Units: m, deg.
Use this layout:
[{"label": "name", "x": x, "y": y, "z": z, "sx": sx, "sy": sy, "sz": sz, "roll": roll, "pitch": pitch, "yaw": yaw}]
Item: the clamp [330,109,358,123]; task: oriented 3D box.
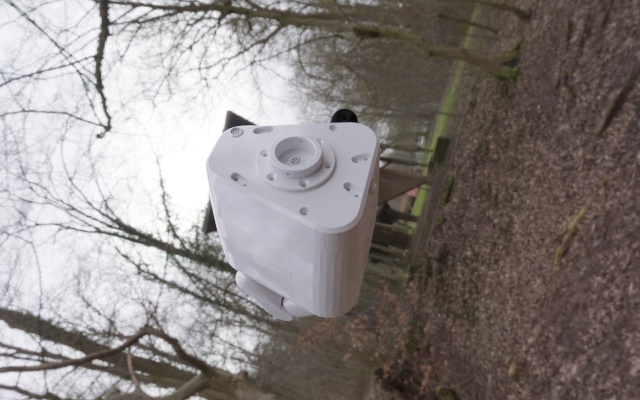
[{"label": "clamp", "x": -0.001, "y": 0.001, "z": 0.440, "sx": 0.039, "sy": 0.171, "sz": 0.120, "roll": 11, "pitch": -37, "yaw": 9}]
